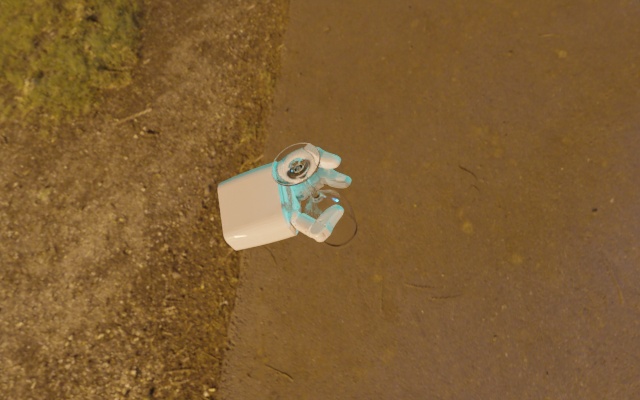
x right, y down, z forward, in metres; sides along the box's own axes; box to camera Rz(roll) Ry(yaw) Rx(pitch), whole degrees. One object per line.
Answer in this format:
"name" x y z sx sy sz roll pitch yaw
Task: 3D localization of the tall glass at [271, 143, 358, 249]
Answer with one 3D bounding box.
"tall glass" 0.000 0.002 0.738 0.079 0.079 0.201 0 -32 25
